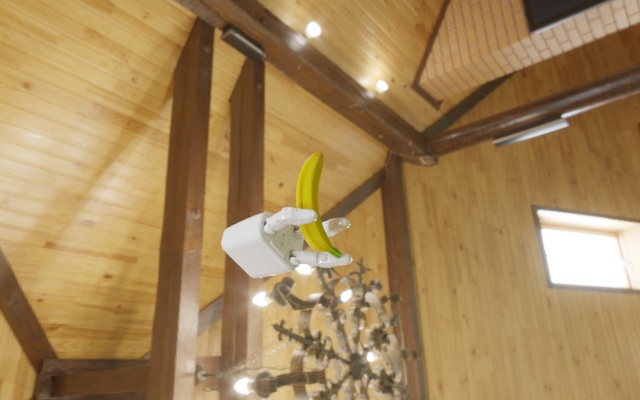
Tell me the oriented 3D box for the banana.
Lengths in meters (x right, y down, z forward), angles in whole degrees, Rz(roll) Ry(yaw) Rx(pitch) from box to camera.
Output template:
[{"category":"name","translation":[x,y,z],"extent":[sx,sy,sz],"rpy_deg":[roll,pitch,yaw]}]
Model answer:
[{"category":"banana","translation":[-0.012,0.004,0.817],"extent":[0.037,0.197,0.069],"rpy_deg":[-22,-21,39]}]
